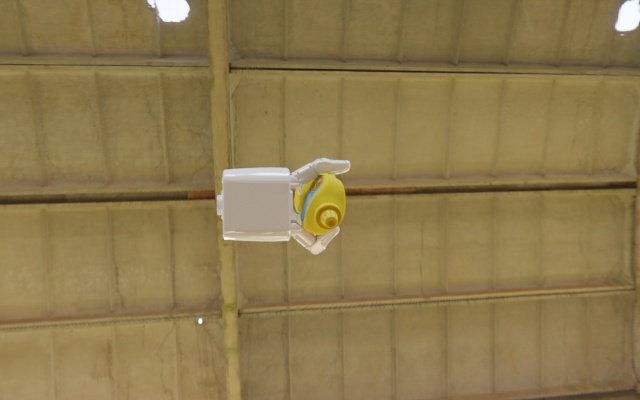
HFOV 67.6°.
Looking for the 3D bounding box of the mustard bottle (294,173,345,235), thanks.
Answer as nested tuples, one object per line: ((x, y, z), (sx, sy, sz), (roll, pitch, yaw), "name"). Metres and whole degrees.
((0.000, 0.003, 0.778), (0.058, 0.096, 0.191), (25, 12, -16), "mustard bottle")
